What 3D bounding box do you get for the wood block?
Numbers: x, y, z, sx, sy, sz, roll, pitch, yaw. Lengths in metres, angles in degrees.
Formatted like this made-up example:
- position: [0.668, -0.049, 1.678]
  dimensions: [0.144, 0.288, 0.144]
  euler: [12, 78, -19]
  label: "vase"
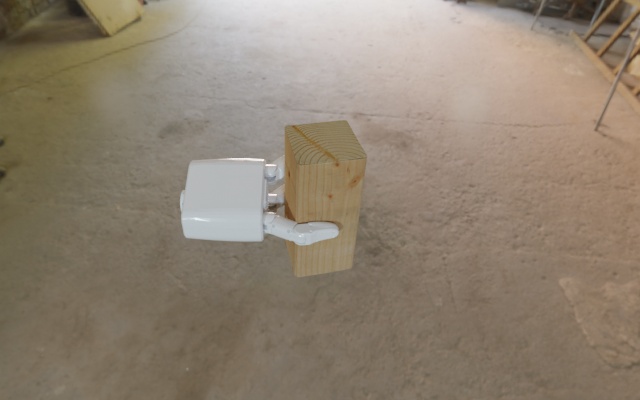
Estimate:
- position: [0.000, 0.002, 0.675]
  dimensions: [0.090, 0.206, 0.090]
  euler: [-7, 42, -12]
  label: "wood block"
